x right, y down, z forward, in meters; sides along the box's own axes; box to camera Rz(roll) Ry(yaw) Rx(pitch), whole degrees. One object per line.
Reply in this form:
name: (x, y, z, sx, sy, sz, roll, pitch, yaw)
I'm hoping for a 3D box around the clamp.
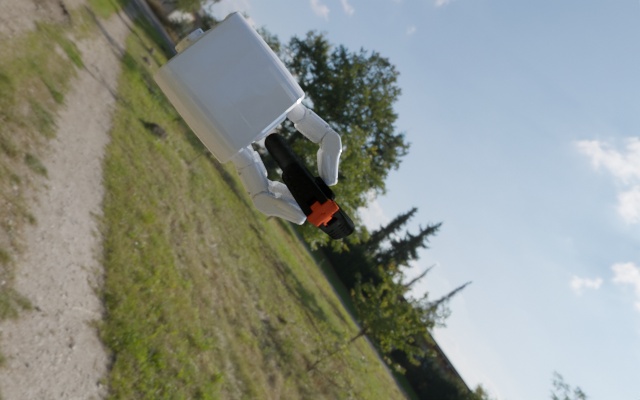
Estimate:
clamp: (0.001, 0.001, 0.530, 0.036, 0.164, 0.210, -41, 17, 3)
